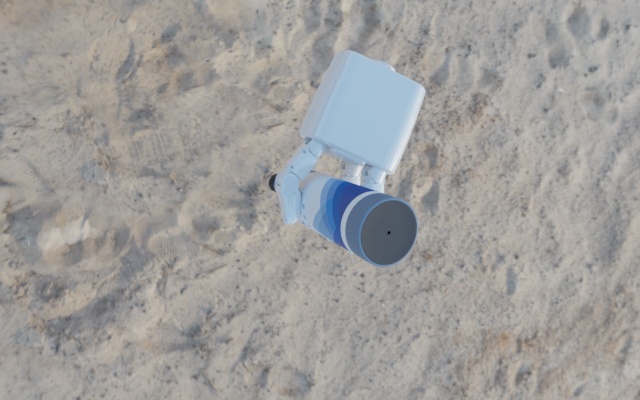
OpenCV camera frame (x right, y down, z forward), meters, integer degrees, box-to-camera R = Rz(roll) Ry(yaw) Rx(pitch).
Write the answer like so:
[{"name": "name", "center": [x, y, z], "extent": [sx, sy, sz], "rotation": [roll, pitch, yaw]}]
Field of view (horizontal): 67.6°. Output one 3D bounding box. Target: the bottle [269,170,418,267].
[{"name": "bottle", "center": [0.000, 0.002, 0.568], "extent": [0.069, 0.069, 0.295], "rotation": [0, 11, -26]}]
